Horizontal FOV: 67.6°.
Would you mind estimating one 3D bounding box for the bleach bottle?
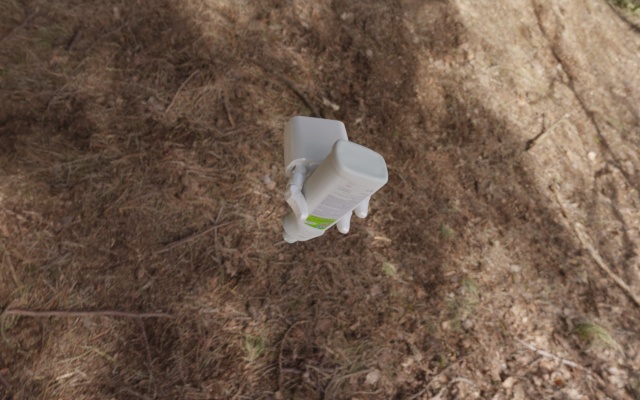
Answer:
[{"bbox_3d":[0.000,0.003,0.811,0.102,0.068,0.251,16,-39,-29],"label":"bleach bottle"}]
